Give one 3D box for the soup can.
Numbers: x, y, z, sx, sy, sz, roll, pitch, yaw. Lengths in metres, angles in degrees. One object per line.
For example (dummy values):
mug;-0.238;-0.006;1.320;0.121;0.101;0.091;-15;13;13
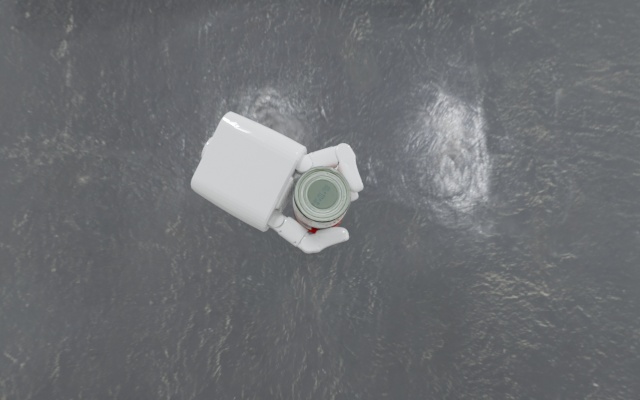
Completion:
soup can;0.000;0.002;0.589;0.068;0.068;0.102;0;-12;-3
